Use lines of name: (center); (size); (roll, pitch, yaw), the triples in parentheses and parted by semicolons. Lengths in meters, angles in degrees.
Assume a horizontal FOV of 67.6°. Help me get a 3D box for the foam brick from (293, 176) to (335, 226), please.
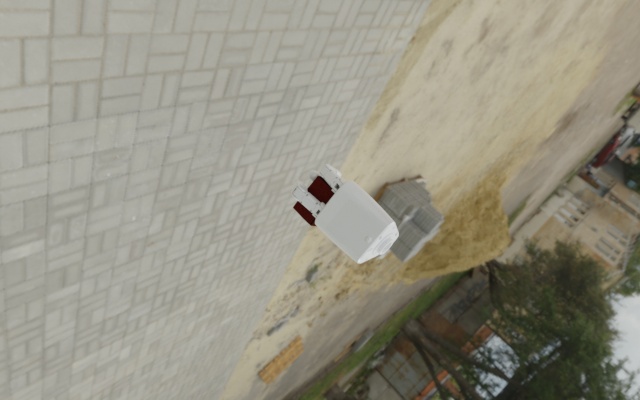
foam brick: (0.000, 0.003, 0.855); (0.051, 0.078, 0.053); (45, 15, 23)
